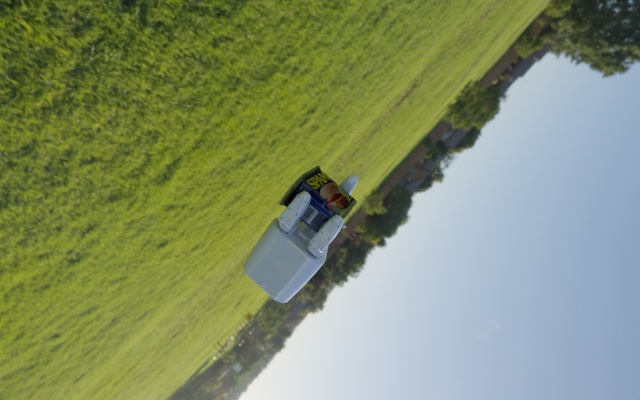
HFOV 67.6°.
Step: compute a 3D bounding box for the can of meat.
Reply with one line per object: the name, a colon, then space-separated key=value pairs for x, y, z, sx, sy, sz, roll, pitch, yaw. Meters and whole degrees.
can of meat: x=0.000 y=0.002 z=0.704 sx=0.084 sy=0.057 sz=0.102 roll=41 pitch=24 yaw=5
